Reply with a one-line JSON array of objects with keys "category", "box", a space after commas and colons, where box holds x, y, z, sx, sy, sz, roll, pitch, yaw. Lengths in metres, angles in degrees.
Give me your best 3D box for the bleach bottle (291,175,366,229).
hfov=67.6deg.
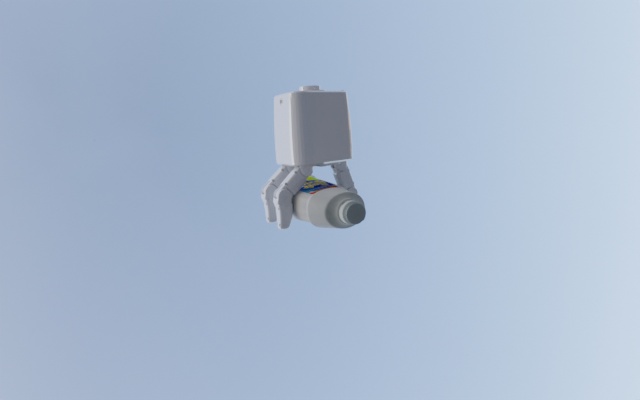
[{"category": "bleach bottle", "box": [0.000, 0.002, 0.722, 0.102, 0.068, 0.251, -7, 9, -24]}]
